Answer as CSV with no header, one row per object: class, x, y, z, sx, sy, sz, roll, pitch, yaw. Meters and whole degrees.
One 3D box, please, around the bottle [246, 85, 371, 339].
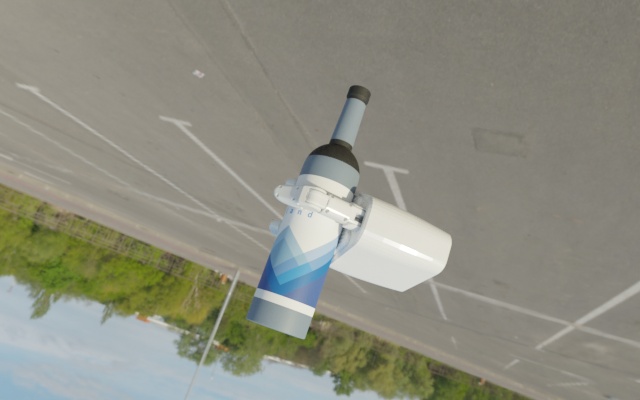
bottle,0.000,0.002,0.542,0.069,0.295,0.069,18,-14,5
